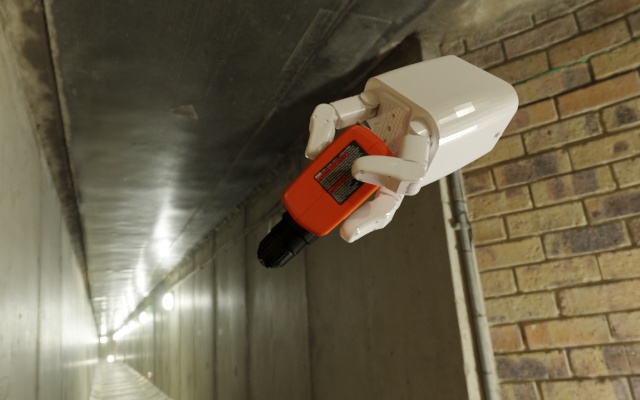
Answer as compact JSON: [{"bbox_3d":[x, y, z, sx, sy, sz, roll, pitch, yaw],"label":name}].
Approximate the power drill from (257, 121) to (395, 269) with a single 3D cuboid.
[{"bbox_3d":[0.000,0.001,0.498,0.057,0.184,0.187,44,-7,1],"label":"power drill"}]
